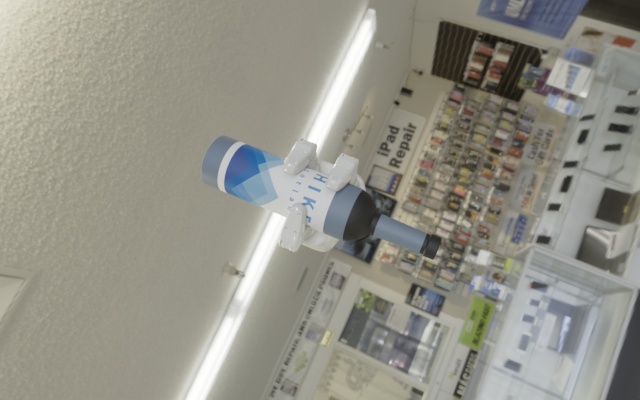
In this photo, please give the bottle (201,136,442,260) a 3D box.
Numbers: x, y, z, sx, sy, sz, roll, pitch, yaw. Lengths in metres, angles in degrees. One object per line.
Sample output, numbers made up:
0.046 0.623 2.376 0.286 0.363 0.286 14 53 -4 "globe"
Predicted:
0.000 0.002 0.574 0.295 0.069 0.069 22 5 13 "bottle"
